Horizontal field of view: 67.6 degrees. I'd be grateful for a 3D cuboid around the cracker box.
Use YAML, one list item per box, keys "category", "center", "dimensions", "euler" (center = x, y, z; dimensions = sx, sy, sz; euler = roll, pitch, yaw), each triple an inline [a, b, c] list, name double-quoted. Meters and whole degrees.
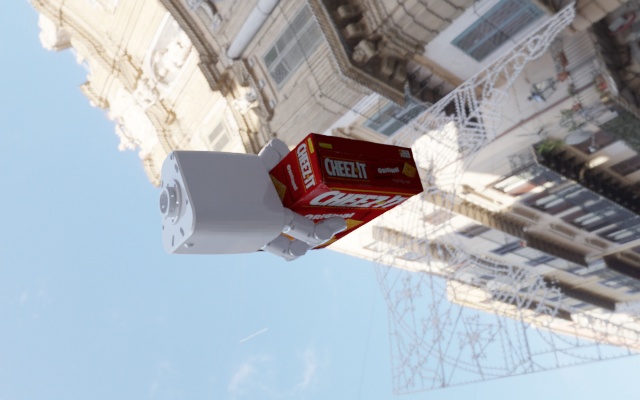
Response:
- category: "cracker box"
  center: [0.000, 0.002, 0.625]
  dimensions: [0.164, 0.072, 0.214]
  euler: [2, -25, -38]
